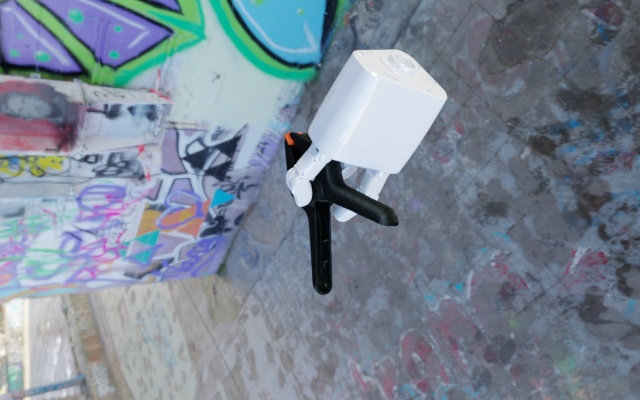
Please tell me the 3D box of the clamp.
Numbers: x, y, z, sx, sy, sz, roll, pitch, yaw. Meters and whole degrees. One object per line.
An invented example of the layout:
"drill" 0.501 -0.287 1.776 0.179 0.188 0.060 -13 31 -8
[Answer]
"clamp" -0.001 0.001 0.598 0.036 0.210 0.165 -1 -43 -38
